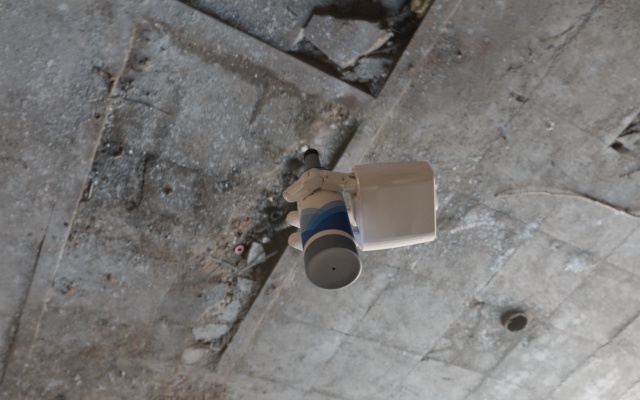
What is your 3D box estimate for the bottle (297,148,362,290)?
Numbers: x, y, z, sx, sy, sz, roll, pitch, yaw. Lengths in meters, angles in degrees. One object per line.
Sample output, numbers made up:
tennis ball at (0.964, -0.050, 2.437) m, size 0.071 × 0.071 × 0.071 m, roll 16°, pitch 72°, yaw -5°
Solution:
bottle at (0.000, 0.002, 0.678) m, size 0.069 × 0.069 × 0.295 m, roll 0°, pitch 32°, yaw -7°
